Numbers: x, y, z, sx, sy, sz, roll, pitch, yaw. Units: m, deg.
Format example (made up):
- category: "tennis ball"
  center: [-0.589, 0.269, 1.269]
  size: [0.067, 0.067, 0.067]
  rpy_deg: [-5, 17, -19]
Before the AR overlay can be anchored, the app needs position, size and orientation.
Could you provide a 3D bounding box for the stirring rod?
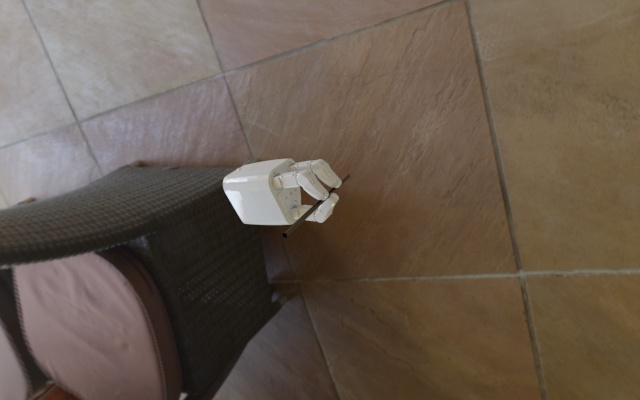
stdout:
- category: "stirring rod"
  center: [0.000, 0.003, 0.781]
  size: [0.011, 0.011, 0.239]
  rpy_deg: [0, 23, 28]
